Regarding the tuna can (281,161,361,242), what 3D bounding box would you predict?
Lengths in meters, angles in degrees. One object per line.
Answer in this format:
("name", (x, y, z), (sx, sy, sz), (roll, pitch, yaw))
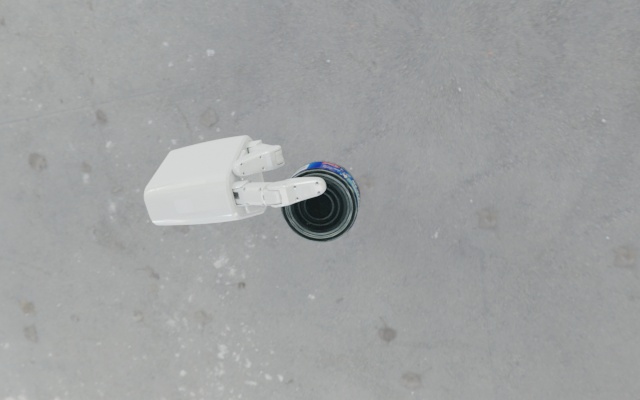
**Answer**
("tuna can", (0.000, 0.002, 0.523), (0.086, 0.086, 0.033), (0, 18, 9))
